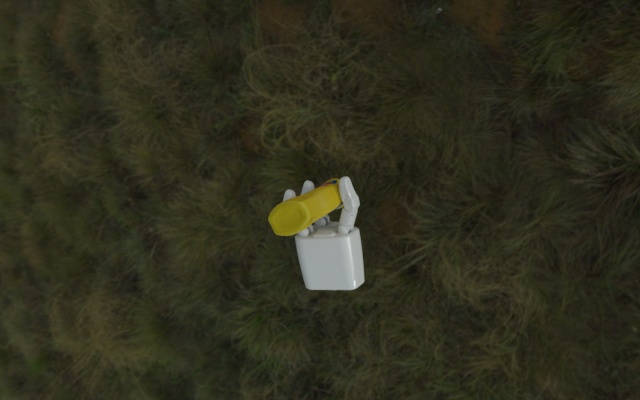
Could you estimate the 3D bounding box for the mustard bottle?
[{"bbox_3d":[0.000,0.003,0.857,0.096,0.058,0.191,-29,-1,40],"label":"mustard bottle"}]
